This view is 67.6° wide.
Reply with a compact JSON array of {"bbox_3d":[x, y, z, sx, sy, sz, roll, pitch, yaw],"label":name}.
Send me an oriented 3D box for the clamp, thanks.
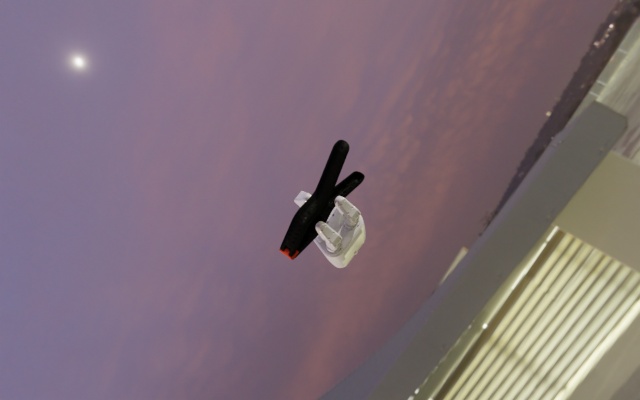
[{"bbox_3d":[-0.001,0.003,0.800,0.036,0.210,0.165,33,-12,22],"label":"clamp"}]
